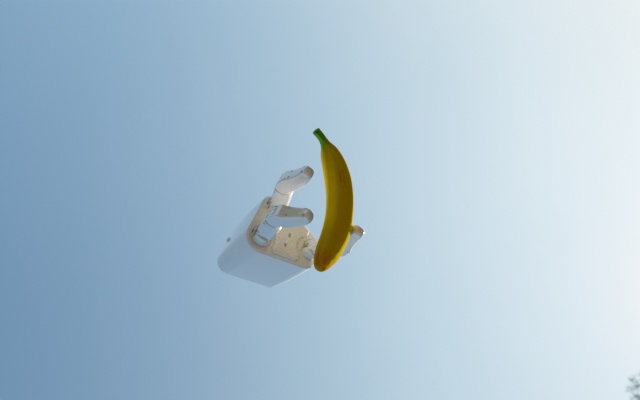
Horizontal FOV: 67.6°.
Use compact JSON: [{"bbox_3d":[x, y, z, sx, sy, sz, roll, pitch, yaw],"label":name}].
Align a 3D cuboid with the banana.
[{"bbox_3d":[0.015,0.004,0.614,0.070,0.197,0.037,19,-35,-35],"label":"banana"}]
